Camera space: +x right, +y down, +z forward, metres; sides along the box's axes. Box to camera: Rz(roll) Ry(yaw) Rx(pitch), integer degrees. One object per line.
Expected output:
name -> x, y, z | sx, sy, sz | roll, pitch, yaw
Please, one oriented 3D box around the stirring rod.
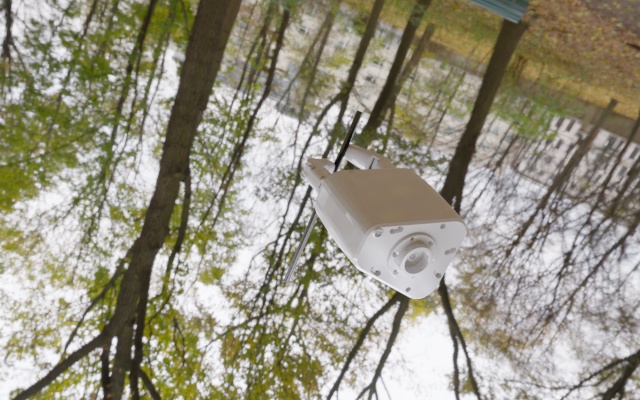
stirring rod -> 0.000, 0.002, 0.589 | 0.011, 0.240, 0.011 | 21, 20, -8
